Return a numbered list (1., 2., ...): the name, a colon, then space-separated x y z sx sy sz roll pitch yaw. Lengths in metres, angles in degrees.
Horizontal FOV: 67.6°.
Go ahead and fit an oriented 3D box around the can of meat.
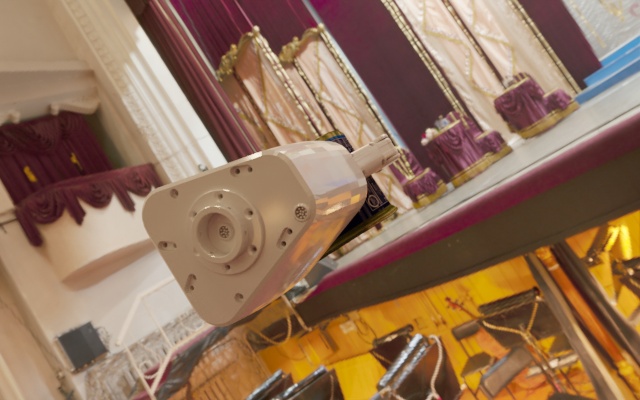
1. can of meat: 0.000 0.001 0.411 0.102 0.084 0.057 -35 -4 23
